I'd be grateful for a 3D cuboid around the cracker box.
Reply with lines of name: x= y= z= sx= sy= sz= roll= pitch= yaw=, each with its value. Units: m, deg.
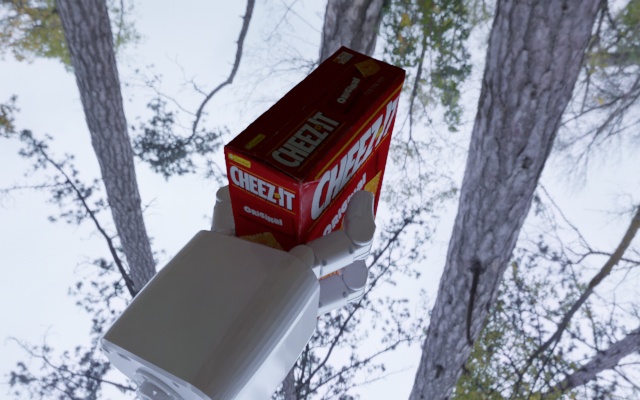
cracker box: x=0.000 y=0.001 z=0.426 sx=0.072 sy=0.214 sz=0.164 roll=25 pitch=50 yaw=18
